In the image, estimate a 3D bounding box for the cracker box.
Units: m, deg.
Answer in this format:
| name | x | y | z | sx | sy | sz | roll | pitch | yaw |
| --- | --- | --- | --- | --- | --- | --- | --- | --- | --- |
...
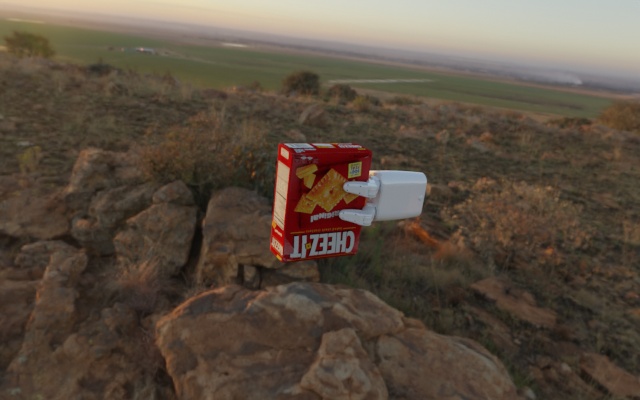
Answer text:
| name | x | y | z | sx | sy | sz | roll | pitch | yaw |
| --- | --- | --- | --- | --- | --- | --- | --- | --- | --- |
| cracker box | 0.000 | 0.003 | 0.895 | 0.164 | 0.214 | 0.072 | -3 | 22 | -26 |
